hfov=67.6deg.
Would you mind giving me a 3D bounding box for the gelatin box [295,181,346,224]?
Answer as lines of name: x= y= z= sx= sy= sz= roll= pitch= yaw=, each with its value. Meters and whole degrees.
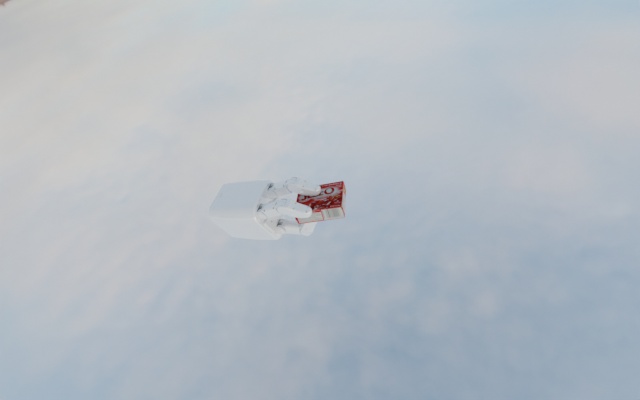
gelatin box: x=0.001 y=0.003 z=0.864 sx=0.089 sy=0.030 sz=0.073 roll=-8 pitch=39 yaw=13
